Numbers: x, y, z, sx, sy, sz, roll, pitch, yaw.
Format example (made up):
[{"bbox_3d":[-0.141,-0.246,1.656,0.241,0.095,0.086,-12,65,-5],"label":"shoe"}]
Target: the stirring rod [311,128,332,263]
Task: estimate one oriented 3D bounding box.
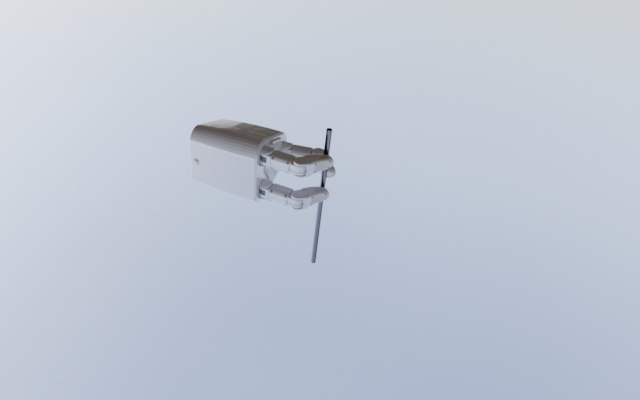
[{"bbox_3d":[0.000,0.002,0.706,0.011,0.240,0.011,5,36,-3],"label":"stirring rod"}]
